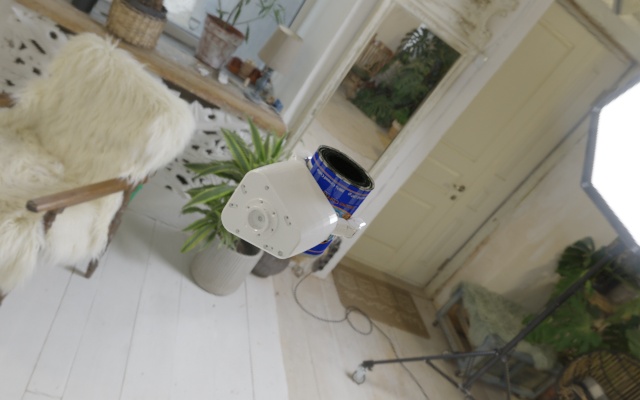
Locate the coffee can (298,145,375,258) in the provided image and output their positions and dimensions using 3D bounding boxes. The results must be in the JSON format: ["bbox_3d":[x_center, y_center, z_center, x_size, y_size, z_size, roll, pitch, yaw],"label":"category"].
[{"bbox_3d":[0.000,0.002,0.723,0.103,0.140,0.102,30,23,-14],"label":"coffee can"}]
